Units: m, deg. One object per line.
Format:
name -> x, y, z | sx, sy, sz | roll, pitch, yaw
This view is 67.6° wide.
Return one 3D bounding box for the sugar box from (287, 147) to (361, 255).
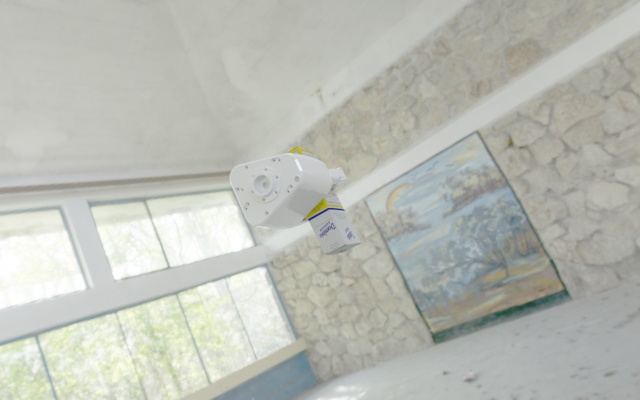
sugar box -> 0.000, 0.003, 0.785 | 0.048, 0.176, 0.093 | -28, -12, 16
